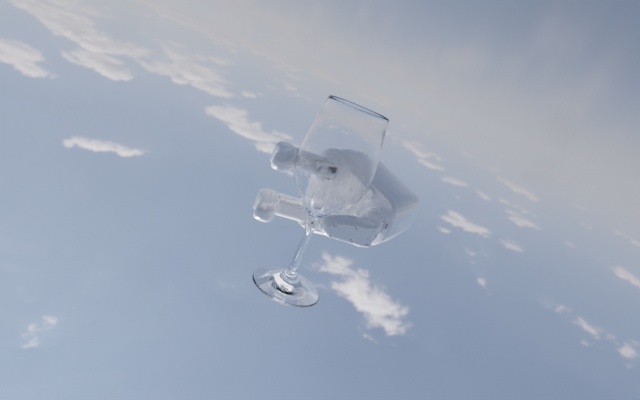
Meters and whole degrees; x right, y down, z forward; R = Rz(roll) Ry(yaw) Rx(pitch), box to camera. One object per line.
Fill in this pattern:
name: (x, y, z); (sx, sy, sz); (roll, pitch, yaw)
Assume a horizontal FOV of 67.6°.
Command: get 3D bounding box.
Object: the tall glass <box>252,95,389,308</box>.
tall glass: (0.000, 0.002, 0.473); (0.079, 0.201, 0.079); (20, 16, -6)
